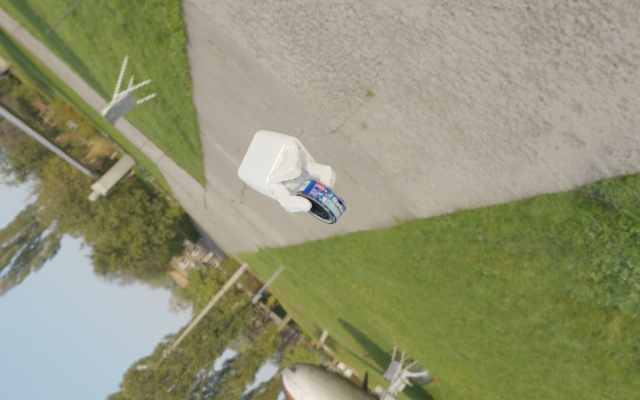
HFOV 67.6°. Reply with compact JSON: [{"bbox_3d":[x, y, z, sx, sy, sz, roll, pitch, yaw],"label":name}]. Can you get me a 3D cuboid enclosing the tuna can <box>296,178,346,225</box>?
[{"bbox_3d":[0.000,0.003,0.822,0.086,0.033,0.086,34,-18,13],"label":"tuna can"}]
